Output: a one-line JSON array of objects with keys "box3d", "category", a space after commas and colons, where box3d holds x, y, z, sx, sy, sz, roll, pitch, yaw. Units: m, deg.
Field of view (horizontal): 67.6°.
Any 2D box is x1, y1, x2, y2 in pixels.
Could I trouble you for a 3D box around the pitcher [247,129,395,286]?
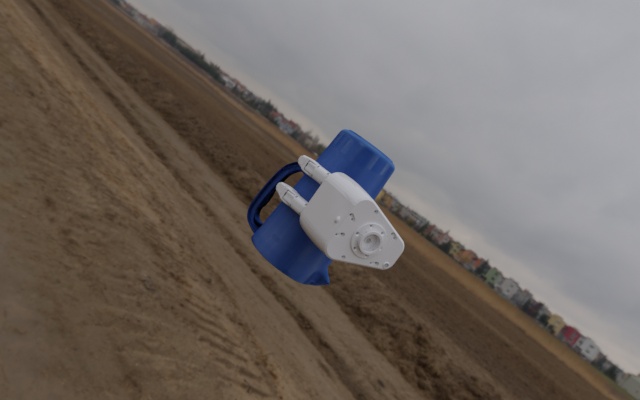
[{"box3d": [0.000, 0.003, 0.779, 0.149, 0.243, 0.145, 34, 6, -26], "category": "pitcher"}]
